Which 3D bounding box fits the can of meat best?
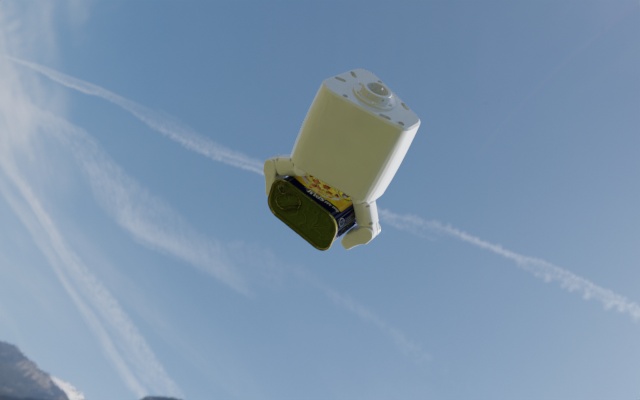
[{"bbox_3d":[0.000,0.002,0.599,0.102,0.057,0.084,37,41,19],"label":"can of meat"}]
